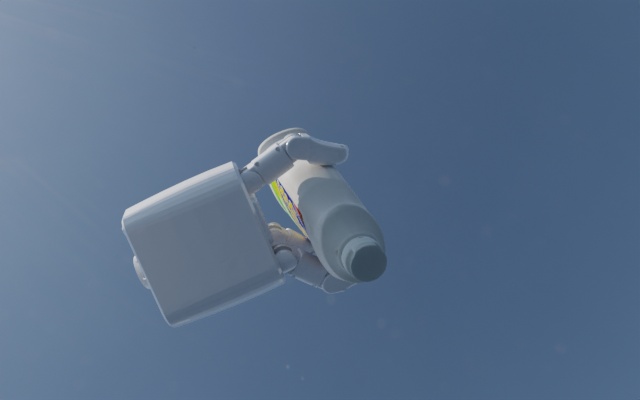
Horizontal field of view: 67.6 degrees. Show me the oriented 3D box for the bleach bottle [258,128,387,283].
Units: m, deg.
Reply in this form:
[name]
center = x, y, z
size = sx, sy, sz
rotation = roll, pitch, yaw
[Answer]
[bleach bottle]
center = 0.000, 0.002, 0.452
size = 0.068, 0.103, 0.250
rotation = -25, 22, -6
